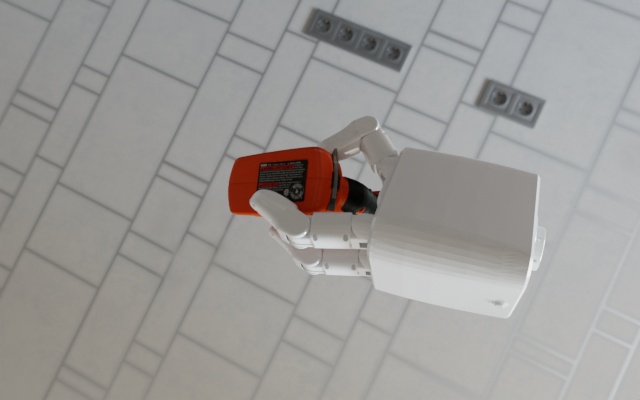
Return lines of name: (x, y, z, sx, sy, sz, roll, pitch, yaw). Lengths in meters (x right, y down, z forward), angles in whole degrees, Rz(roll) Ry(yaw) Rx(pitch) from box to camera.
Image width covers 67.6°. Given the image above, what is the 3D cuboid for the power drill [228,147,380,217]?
power drill: (0.000, 0.002, 0.473, 0.184, 0.057, 0.188, -5, -12, 34)
